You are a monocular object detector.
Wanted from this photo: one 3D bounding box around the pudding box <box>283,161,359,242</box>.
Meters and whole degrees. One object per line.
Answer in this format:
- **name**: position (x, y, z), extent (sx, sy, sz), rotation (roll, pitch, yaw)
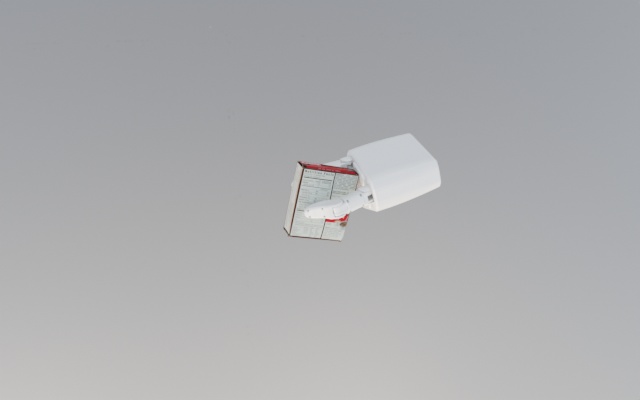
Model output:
- **pudding box**: position (0.000, 0.002, 0.716), extent (0.090, 0.113, 0.039), rotation (7, 16, -18)
